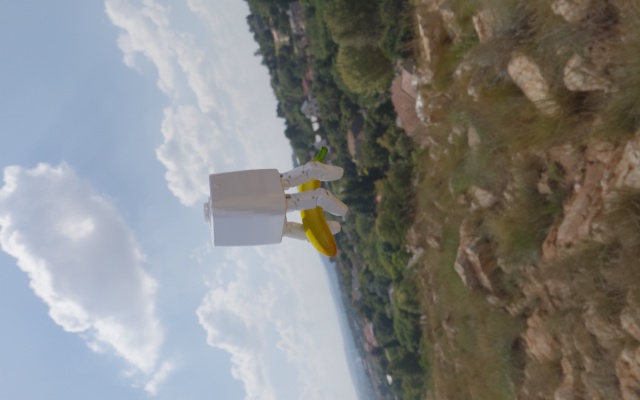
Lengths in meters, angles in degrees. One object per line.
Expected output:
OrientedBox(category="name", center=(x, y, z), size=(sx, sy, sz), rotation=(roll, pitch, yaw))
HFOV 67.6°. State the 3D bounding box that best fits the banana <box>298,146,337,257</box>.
OrientedBox(category="banana", center=(-0.008, 0.009, 0.760), size=(0.037, 0.197, 0.070), rotation=(9, -33, -24))
